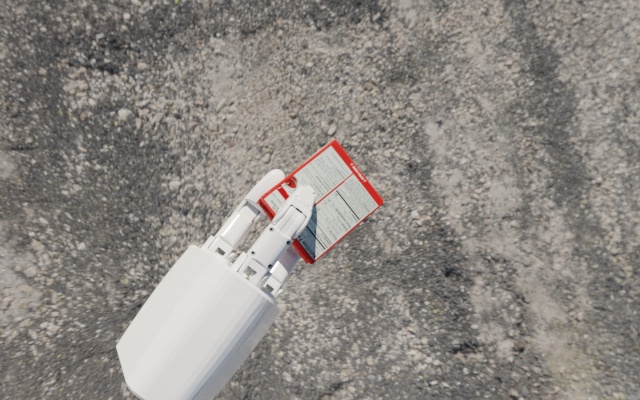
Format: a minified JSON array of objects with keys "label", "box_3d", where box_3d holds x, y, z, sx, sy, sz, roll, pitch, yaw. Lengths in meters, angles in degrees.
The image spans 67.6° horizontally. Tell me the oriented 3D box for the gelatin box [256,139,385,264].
[{"label":"gelatin box","box_3d":[0.000,0.001,0.425,0.089,0.073,0.030,-40,3,-12]}]
